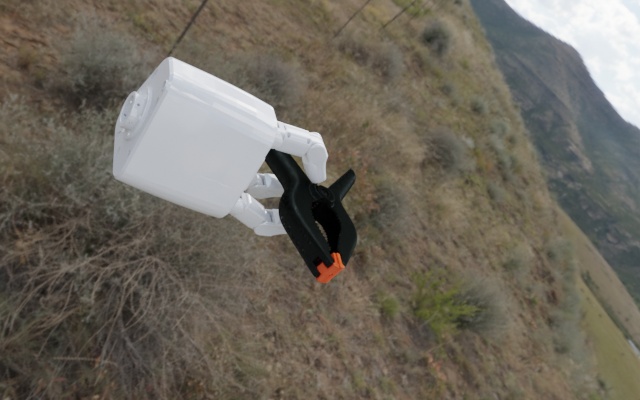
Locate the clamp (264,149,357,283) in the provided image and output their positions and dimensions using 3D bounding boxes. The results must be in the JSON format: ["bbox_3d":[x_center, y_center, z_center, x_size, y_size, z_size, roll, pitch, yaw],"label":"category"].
[{"bbox_3d":[0.001,0.002,0.526,0.164,0.209,0.036,21,-55,-37],"label":"clamp"}]
